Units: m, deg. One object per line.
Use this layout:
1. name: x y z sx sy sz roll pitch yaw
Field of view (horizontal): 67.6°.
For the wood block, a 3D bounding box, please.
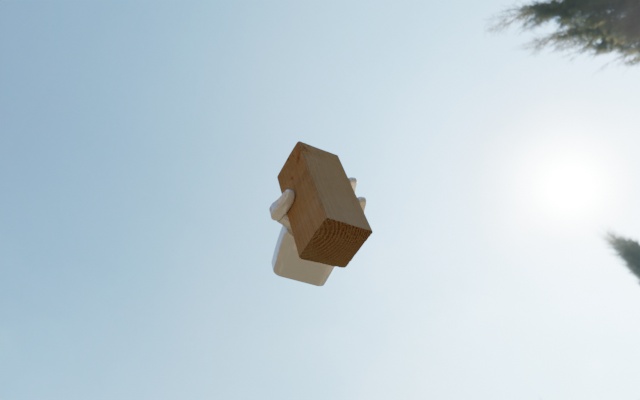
1. wood block: 0.000 0.003 0.809 0.091 0.090 0.206 16 33 -29
